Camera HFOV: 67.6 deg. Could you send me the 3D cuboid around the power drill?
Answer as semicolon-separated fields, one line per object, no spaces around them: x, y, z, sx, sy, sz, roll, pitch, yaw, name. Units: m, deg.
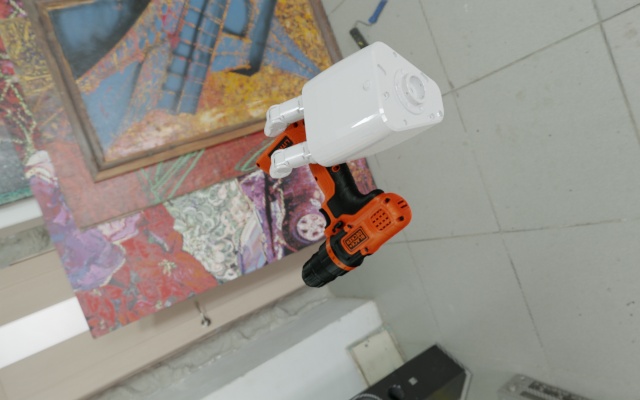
0.000;0.001;0.607;0.184;0.187;0.057;-42;-10;32;power drill
